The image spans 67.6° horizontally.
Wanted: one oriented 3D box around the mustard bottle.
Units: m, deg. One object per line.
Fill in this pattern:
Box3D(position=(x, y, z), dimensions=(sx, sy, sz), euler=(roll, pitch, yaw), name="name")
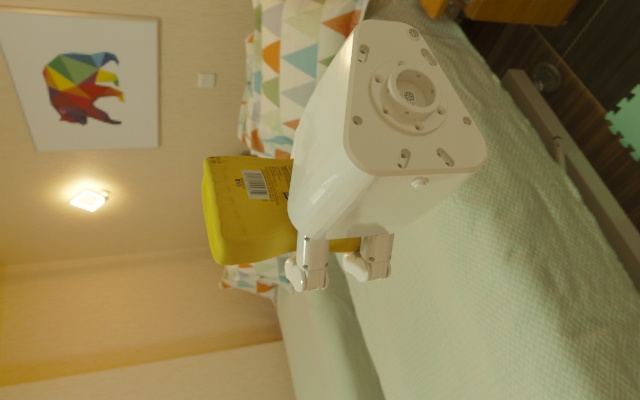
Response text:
Box3D(position=(0.000, 0.002, 0.411), dimensions=(0.191, 0.058, 0.096), euler=(-3, 45, -21), name="mustard bottle")
